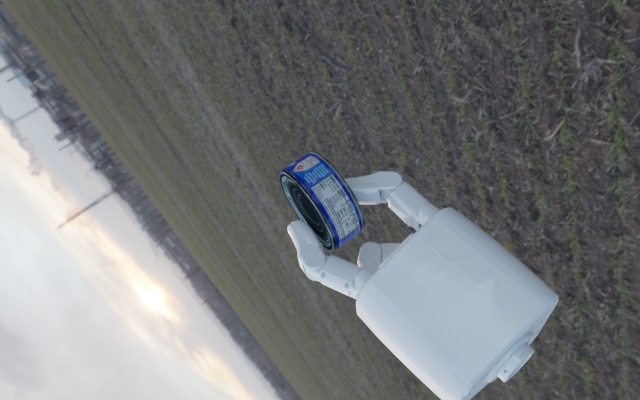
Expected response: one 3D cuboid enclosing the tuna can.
[{"bbox_3d":[0.000,0.002,0.423,0.033,0.086,0.086,-34,9,-15],"label":"tuna can"}]
